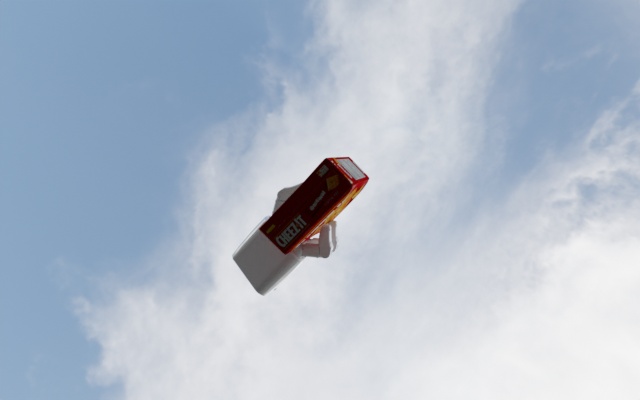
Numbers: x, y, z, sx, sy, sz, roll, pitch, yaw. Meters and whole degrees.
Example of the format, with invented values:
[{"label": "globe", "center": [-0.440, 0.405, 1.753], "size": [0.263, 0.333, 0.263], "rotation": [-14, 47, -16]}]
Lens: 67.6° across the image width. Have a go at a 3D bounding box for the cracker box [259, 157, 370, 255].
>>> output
[{"label": "cracker box", "center": [0.000, 0.003, 0.853], "size": [0.072, 0.164, 0.213], "rotation": [45, 13, 5]}]
